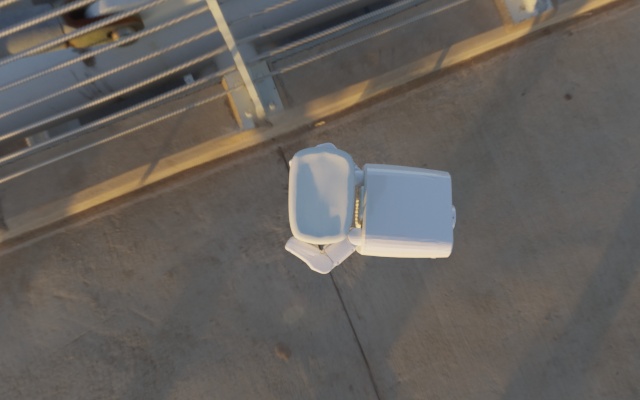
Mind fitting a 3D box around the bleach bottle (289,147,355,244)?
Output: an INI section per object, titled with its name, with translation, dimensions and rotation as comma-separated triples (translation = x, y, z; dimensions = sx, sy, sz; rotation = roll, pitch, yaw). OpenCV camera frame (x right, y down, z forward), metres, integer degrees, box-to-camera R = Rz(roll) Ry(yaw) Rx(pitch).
[bleach bottle]
translation = 0.000, 0.002, 0.604
dimensions = 0.068, 0.102, 0.251
rotation = 3, -3, 0
